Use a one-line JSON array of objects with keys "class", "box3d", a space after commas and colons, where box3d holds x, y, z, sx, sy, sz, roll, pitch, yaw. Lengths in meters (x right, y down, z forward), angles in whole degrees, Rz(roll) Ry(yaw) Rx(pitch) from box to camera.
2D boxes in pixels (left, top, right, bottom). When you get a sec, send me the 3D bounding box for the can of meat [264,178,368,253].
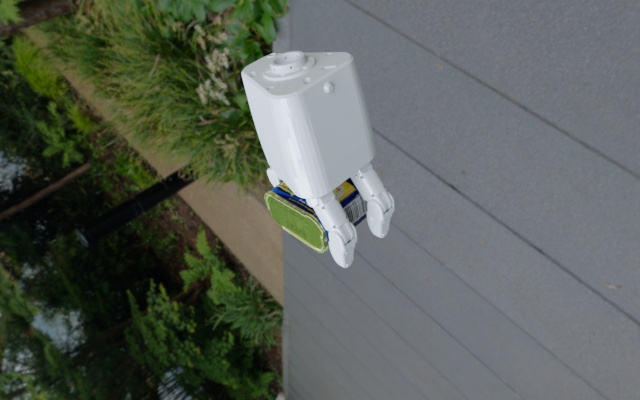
[{"class": "can of meat", "box3d": [0.000, 0.002, 0.534, 0.084, 0.057, 0.102, -37, 44, -27]}]
